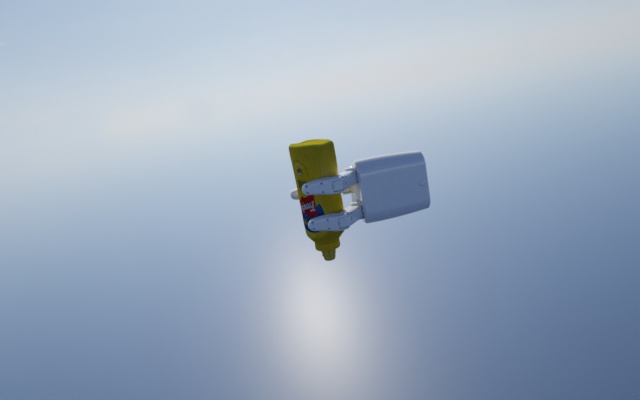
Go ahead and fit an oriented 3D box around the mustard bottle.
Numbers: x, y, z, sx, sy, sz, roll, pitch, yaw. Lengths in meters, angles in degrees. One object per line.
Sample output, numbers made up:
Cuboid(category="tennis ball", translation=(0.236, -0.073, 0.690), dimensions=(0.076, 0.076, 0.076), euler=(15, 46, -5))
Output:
Cuboid(category="mustard bottle", translation=(0.000, 0.002, 0.747), dimensions=(0.058, 0.192, 0.096), euler=(-17, 15, -28))
